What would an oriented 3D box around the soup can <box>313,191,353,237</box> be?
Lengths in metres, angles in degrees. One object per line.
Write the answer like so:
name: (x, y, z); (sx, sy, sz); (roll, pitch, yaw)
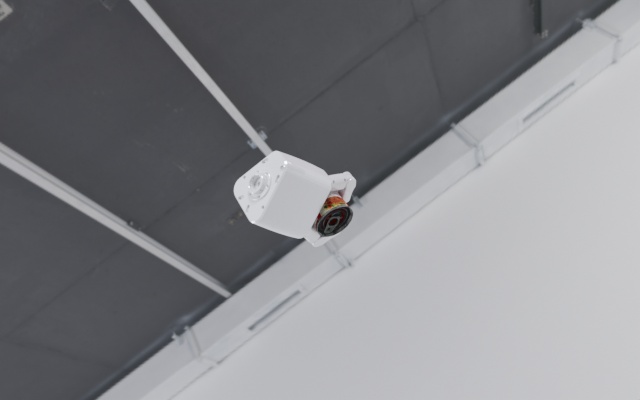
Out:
soup can: (0.000, 0.002, 0.808); (0.068, 0.068, 0.102); (0, 40, -39)
